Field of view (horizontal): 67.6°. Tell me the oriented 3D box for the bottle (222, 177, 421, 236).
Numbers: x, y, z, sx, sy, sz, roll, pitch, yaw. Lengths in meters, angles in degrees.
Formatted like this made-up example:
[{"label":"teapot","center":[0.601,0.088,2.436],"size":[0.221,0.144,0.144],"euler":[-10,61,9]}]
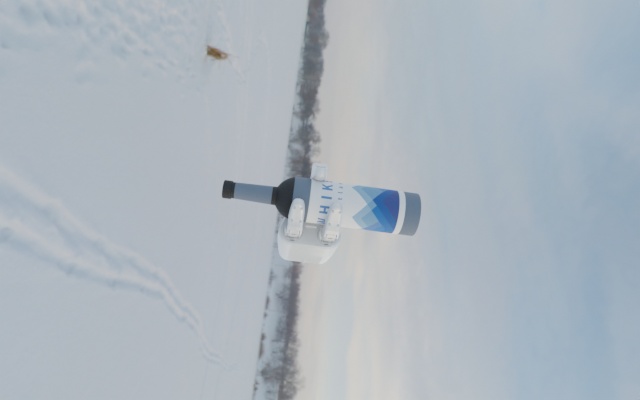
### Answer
[{"label":"bottle","center":[0.000,0.002,0.726],"size":[0.296,0.069,0.069],"euler":[8,-1,-4]}]
